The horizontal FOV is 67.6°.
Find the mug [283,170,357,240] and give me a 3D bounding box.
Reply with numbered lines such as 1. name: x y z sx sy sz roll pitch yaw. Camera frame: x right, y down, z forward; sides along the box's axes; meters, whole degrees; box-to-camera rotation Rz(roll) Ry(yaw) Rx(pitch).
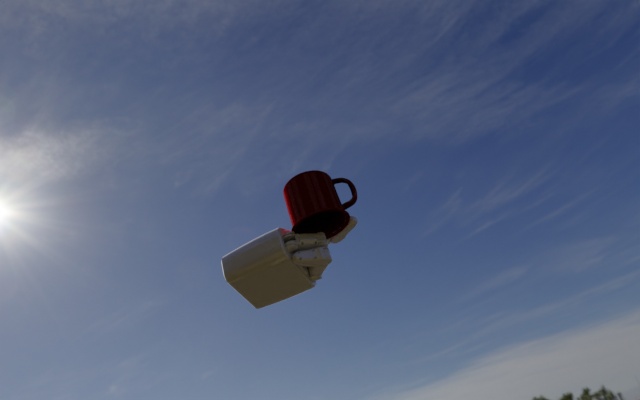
1. mug: 0.001 0.002 0.741 0.117 0.081 0.093 -26 -32 10
